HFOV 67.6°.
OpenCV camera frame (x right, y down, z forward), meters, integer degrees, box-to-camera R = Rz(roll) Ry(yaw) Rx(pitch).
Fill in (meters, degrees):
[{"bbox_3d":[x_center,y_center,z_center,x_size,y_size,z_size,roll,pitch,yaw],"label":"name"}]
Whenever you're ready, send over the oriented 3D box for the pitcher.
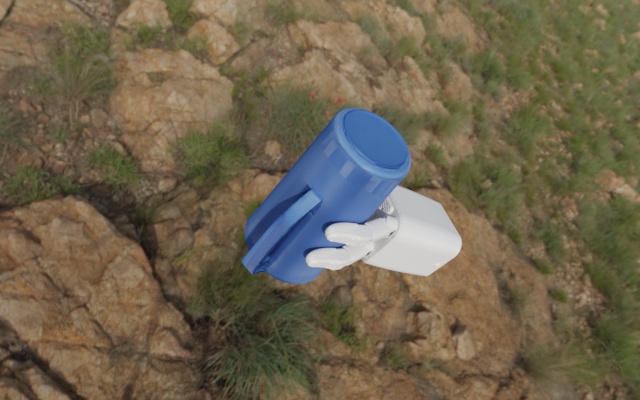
[{"bbox_3d":[0.000,0.002,0.618,0.145,0.149,0.243,17,-44,-24],"label":"pitcher"}]
